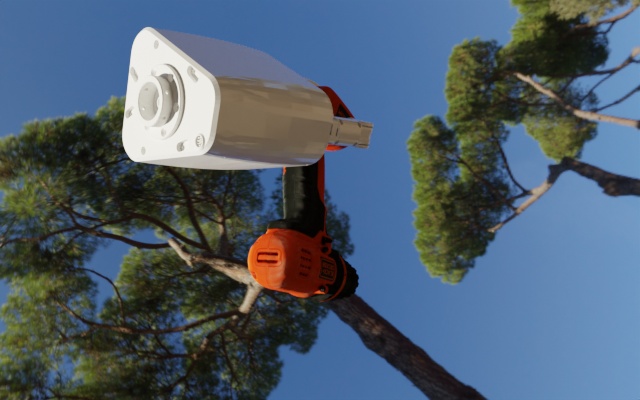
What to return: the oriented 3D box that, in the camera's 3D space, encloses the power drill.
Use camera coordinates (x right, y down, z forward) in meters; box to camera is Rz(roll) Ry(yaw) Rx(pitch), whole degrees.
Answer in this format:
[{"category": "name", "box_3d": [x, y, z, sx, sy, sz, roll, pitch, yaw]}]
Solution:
[{"category": "power drill", "box_3d": [0.000, 0.001, 0.459, 0.057, 0.187, 0.184, -2, -15, 21]}]
